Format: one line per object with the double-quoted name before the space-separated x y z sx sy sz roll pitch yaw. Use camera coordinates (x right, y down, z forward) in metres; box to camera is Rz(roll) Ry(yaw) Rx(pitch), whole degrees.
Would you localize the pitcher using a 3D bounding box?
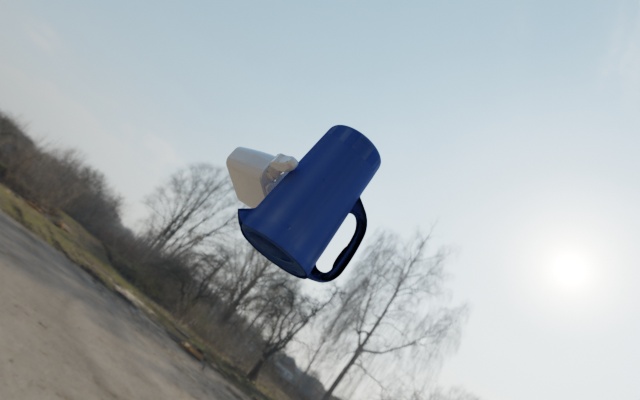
"pitcher" 0.000 0.002 0.771 0.145 0.242 0.149 20 -26 41
